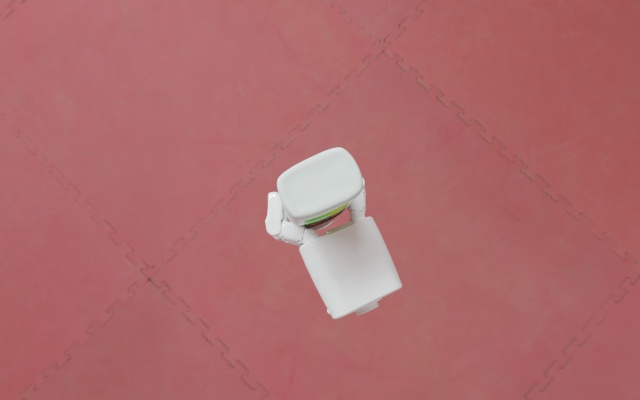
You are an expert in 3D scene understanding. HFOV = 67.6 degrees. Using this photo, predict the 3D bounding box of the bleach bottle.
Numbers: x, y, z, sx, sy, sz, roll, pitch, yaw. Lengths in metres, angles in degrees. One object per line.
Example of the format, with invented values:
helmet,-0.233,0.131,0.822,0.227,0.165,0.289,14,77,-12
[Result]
bleach bottle,0.000,0.002,0.677,0.102,0.068,0.251,-24,-10,-3
